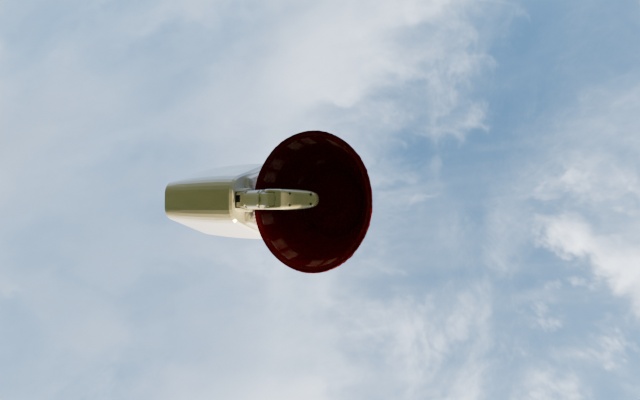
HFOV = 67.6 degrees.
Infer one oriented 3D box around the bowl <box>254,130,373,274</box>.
[{"bbox_3d":[0.001,0.002,0.559,0.162,0.162,0.055,0,-1,33],"label":"bowl"}]
